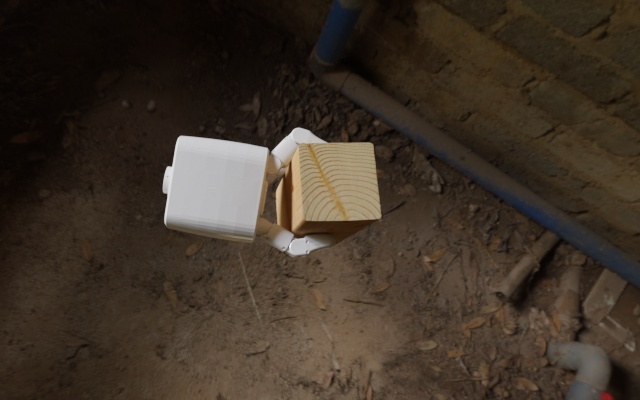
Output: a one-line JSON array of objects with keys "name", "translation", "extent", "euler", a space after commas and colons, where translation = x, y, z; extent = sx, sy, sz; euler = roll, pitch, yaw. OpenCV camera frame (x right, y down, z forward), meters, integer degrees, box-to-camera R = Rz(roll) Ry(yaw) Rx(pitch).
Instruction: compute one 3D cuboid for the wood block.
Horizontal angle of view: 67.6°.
[{"name": "wood block", "translation": [0.000, 0.002, 0.622], "extent": [0.090, 0.090, 0.206], "euler": [-1, -13, -13]}]
